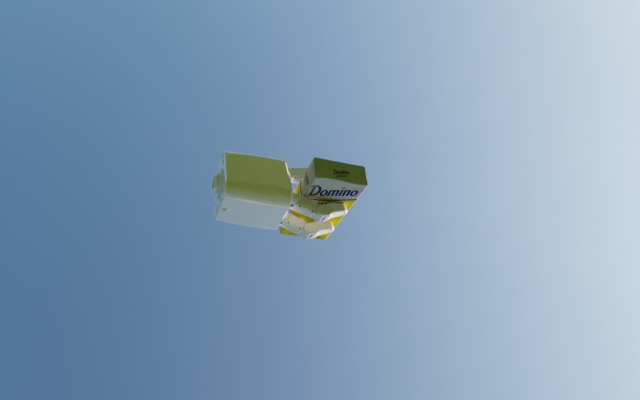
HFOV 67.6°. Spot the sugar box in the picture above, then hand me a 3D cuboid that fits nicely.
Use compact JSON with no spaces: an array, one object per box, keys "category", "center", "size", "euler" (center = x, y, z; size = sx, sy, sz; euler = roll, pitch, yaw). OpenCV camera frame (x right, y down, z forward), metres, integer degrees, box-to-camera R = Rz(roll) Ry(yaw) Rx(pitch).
[{"category":"sugar box","center":[0.000,0.003,0.814],"size":[0.093,0.048,0.176],"euler":[8,-35,-21]}]
